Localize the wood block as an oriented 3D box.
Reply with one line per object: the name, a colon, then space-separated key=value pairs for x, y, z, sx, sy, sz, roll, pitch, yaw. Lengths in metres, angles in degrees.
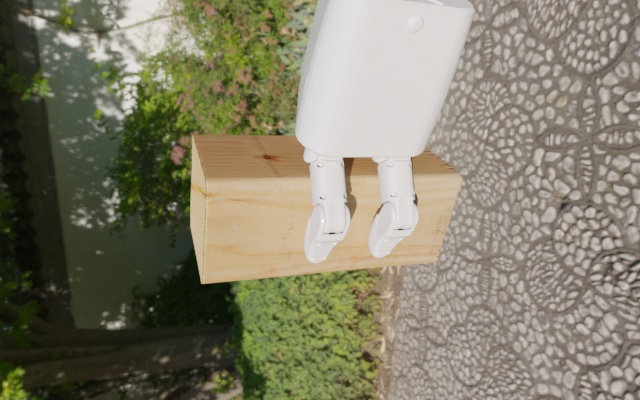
wood block: x=0.000 y=0.001 z=0.407 sx=0.206 sy=0.090 sz=0.090 roll=-2 pitch=29 yaw=-21
